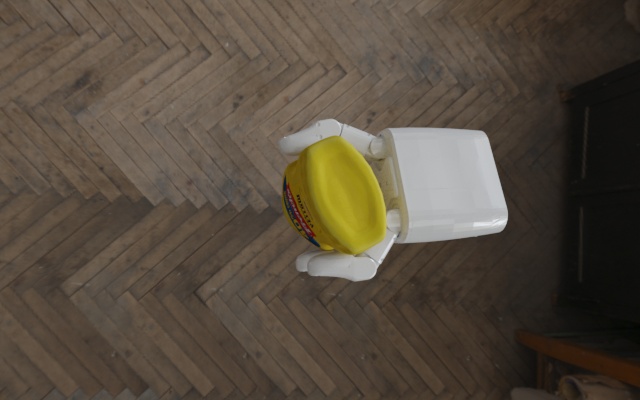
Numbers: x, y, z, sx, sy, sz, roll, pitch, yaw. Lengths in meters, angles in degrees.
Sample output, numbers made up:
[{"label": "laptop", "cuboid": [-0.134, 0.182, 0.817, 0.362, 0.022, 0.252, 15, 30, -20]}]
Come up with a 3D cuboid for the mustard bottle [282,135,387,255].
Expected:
[{"label": "mustard bottle", "cuboid": [0.000, 0.002, 0.465, 0.058, 0.096, 0.191, -27, 2, -13]}]
